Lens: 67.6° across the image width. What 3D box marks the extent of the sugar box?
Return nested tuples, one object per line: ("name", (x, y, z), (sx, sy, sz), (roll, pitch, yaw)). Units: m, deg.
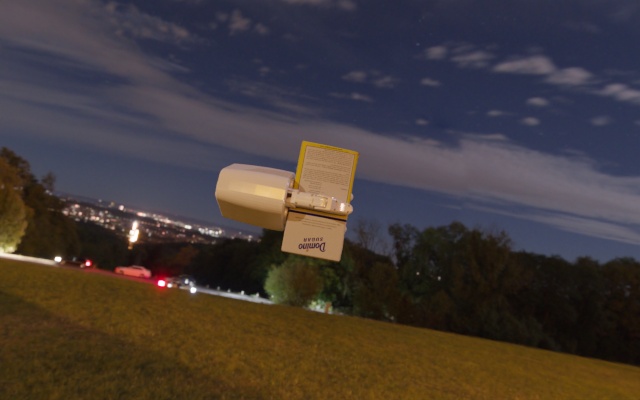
("sugar box", (0.000, 0.002, 0.752), (0.093, 0.176, 0.048), (11, -6, 0))
